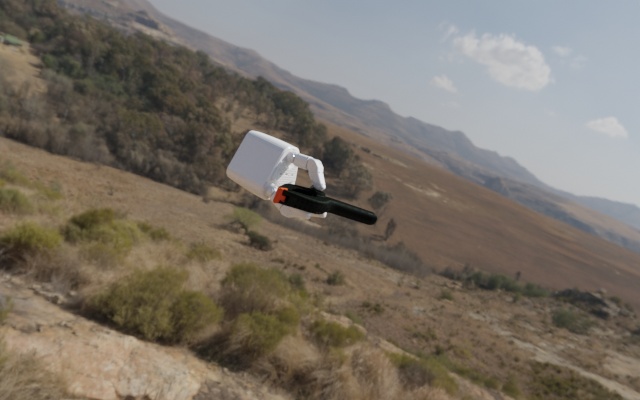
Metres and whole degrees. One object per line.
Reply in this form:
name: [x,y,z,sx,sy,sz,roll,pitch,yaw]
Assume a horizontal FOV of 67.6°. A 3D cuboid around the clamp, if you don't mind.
clamp: [0.000,0.002,0.867,0.164,0.036,0.210,27,12,29]
